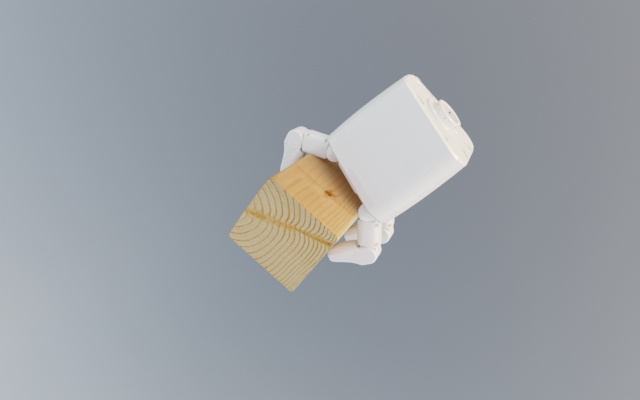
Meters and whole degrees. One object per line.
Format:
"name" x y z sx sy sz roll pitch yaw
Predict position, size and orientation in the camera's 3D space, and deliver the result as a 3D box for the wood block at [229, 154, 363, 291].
"wood block" 0.000 0.001 0.556 0.091 0.090 0.206 42 30 5
